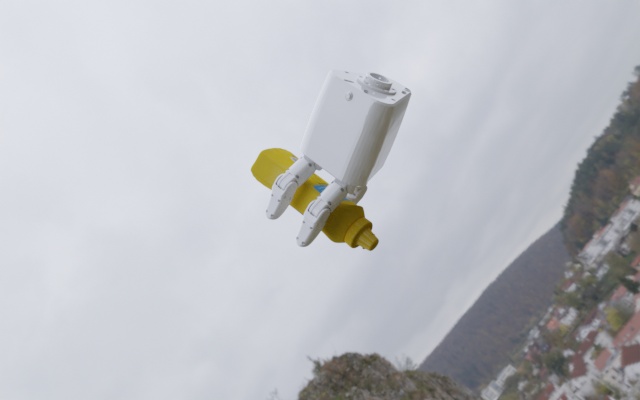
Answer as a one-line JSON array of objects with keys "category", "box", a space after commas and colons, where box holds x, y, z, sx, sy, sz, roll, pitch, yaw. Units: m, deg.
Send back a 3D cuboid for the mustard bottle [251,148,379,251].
[{"category": "mustard bottle", "box": [0.000, 0.002, 0.630, 0.191, 0.058, 0.096, 38, 10, 27]}]
